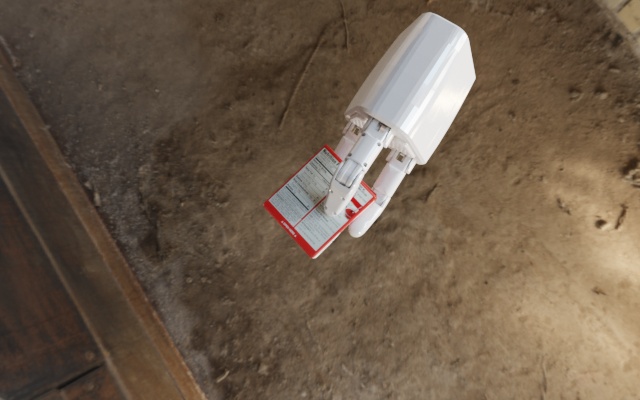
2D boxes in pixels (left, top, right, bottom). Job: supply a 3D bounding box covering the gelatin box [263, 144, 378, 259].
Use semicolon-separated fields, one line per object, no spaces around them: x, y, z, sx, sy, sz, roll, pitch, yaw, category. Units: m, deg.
0.000;0.002;0.472;0.089;0.073;0.030;-44;-8;-2;gelatin box
